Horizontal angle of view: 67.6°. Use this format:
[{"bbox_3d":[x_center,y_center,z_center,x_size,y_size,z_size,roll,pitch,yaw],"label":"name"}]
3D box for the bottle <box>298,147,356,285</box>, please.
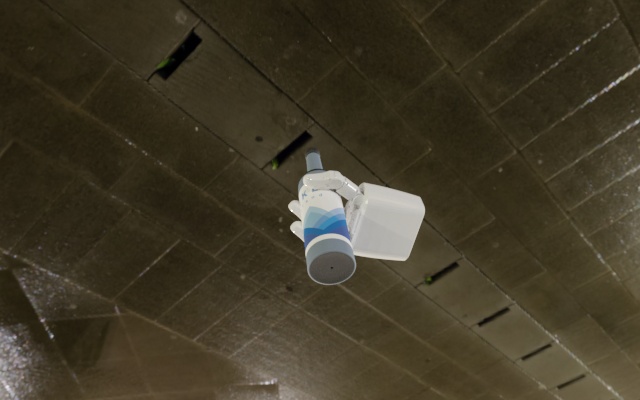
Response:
[{"bbox_3d":[0.000,0.003,0.762,0.069,0.069,0.295,0,38,-8],"label":"bottle"}]
